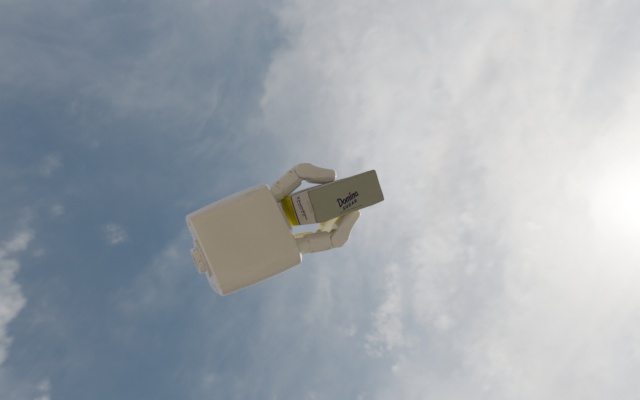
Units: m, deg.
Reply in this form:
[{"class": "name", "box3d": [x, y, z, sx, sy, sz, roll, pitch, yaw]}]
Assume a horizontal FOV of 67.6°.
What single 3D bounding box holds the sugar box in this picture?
[{"class": "sugar box", "box3d": [0.000, 0.003, 0.625, 0.093, 0.048, 0.176, -19, 4, -21]}]
